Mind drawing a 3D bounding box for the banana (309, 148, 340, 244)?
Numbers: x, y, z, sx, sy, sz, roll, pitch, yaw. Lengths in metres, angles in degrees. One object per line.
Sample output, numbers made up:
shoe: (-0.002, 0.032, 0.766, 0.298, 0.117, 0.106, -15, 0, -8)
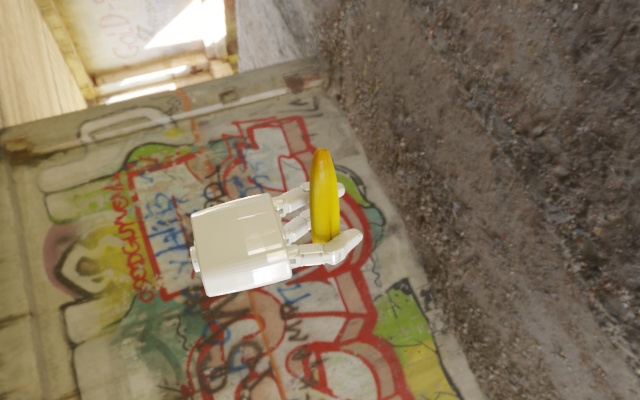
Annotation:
banana: (0.004, 0.019, 0.612, 0.037, 0.069, 0.198, -9, -34, -5)
